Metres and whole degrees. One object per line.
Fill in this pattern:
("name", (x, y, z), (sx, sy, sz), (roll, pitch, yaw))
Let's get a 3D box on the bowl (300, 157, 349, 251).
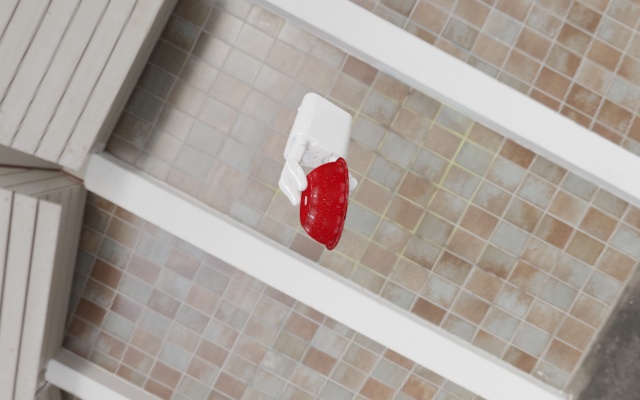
("bowl", (0.000, 0.004, 0.814), (0.055, 0.162, 0.162), (7, -2, -13))
